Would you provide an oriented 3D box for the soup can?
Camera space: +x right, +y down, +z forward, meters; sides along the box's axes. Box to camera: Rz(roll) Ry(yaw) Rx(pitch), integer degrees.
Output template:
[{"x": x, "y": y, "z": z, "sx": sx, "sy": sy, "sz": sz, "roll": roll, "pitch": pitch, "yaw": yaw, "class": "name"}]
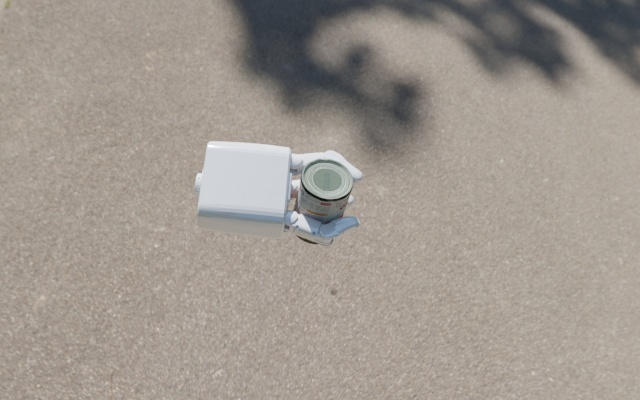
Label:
[{"x": 0.001, "y": 0.002, "z": 0.621, "sx": 0.068, "sy": 0.068, "sz": 0.102, "roll": 0, "pitch": -36, "yaw": -12, "class": "soup can"}]
